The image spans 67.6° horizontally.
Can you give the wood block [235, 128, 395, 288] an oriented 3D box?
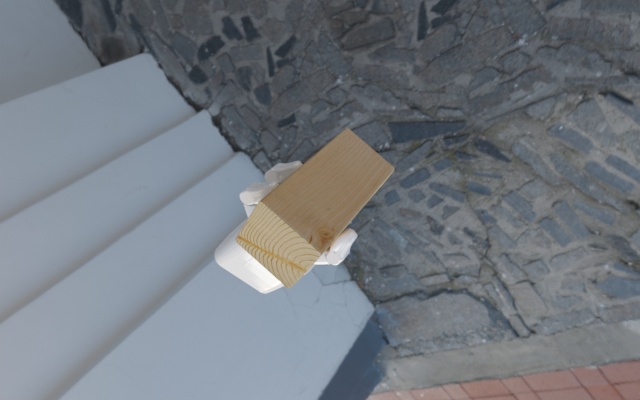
[{"bbox_3d":[0.000,0.002,0.611,0.206,0.091,0.090,-45,-4,-46],"label":"wood block"}]
